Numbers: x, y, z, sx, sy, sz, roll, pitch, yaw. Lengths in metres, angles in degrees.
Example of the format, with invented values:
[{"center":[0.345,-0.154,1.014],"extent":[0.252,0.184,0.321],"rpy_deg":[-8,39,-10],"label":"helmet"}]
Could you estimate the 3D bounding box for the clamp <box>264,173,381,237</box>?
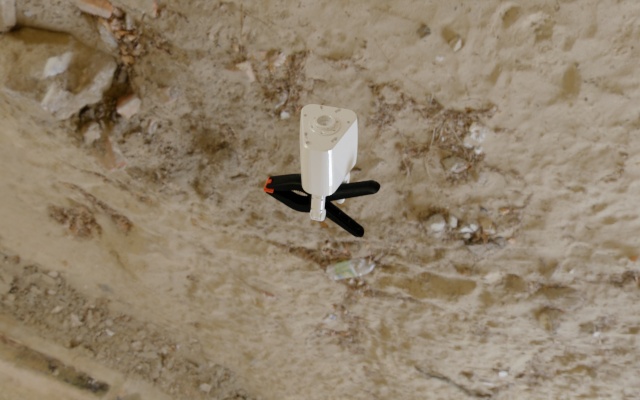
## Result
[{"center":[-0.001,0.003,0.884],"extent":[0.210,0.036,0.165],"rpy_deg":[11,-37,9],"label":"clamp"}]
